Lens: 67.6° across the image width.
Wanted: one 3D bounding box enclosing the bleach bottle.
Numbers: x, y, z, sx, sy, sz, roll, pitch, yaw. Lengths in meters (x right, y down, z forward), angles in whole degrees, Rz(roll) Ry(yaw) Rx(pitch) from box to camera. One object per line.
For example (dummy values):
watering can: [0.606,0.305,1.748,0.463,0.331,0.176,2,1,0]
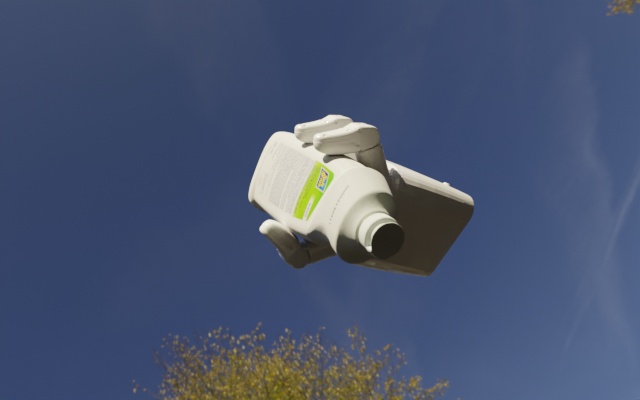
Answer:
bleach bottle: [0.000,0.001,0.459,0.068,0.102,0.250,16,10,-26]
